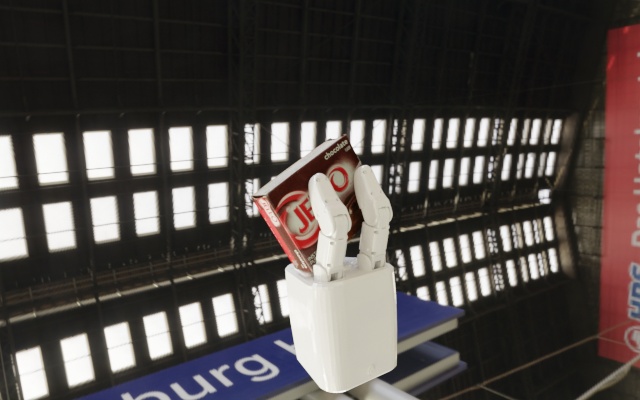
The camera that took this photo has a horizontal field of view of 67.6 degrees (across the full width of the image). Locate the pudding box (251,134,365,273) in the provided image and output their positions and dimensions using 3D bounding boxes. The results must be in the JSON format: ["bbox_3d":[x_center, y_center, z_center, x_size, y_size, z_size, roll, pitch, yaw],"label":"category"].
[{"bbox_3d":[0.000,0.002,0.474,0.113,0.090,0.039,-41,22,-29],"label":"pudding box"}]
